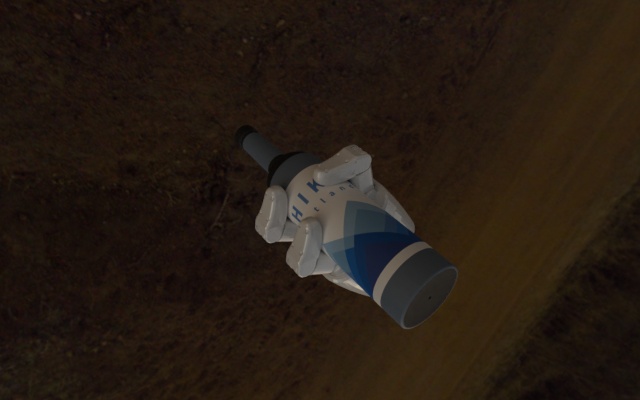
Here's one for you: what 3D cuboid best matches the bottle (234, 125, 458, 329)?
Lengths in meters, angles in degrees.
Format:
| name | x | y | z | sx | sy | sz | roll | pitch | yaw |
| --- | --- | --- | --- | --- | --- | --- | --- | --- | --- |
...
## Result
| name | x | y | z | sx | sy | sz | roll | pitch | yaw |
| --- | --- | --- | --- | --- | --- | --- | --- | --- | --- |
| bottle | 0.000 | 0.002 | 0.475 | 0.069 | 0.069 | 0.295 | 0 | 32 | -46 |
